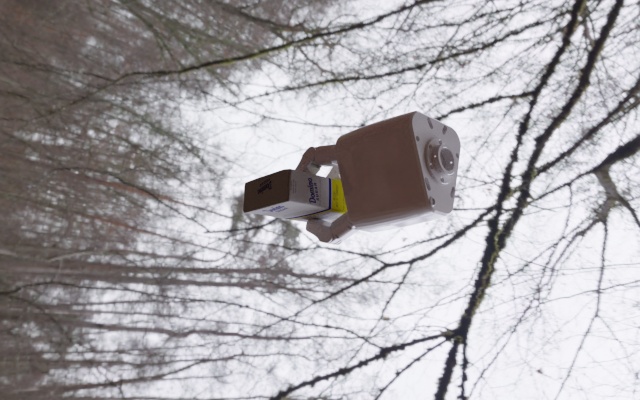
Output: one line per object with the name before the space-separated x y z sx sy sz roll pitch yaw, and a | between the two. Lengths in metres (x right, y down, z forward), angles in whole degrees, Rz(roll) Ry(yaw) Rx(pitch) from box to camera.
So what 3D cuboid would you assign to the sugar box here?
sugar box | 0.000 0.001 0.611 0.176 0.048 0.093 15 -19 -40
